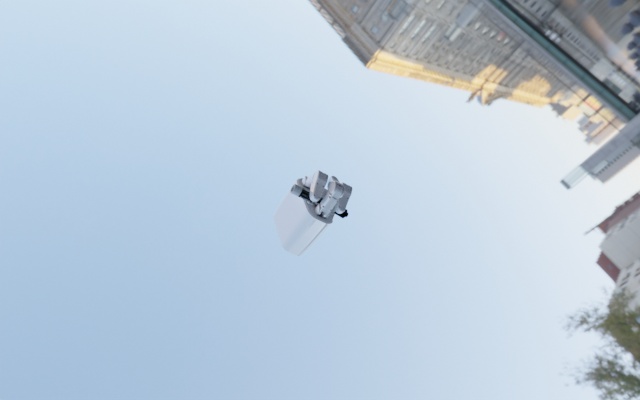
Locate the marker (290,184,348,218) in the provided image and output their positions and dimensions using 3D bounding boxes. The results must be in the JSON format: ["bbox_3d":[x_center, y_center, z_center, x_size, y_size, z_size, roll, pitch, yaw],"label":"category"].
[{"bbox_3d":[0.000,0.003,0.887,0.121,0.020,0.020,26,-10,-21],"label":"marker"}]
